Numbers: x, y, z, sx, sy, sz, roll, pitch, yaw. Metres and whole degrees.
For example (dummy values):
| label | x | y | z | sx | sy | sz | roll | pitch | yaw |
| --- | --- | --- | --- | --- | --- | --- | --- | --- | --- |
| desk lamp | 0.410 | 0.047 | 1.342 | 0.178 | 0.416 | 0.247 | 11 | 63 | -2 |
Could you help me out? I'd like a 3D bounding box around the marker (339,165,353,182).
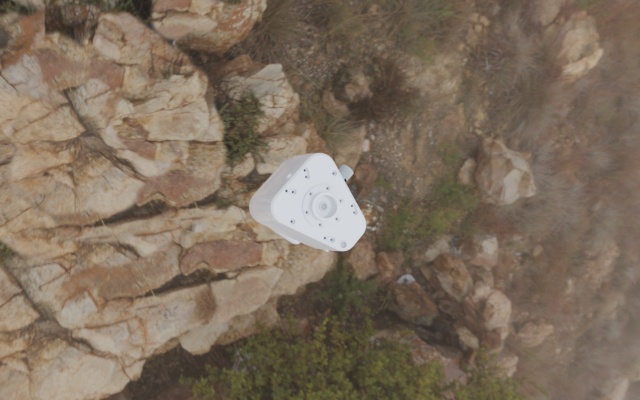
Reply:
| label | x | y | z | sx | sy | sz | roll | pitch | yaw |
| --- | --- | --- | --- | --- | --- | --- | --- | --- | --- |
| marker | 0.000 | 0.002 | 0.637 | 0.020 | 0.121 | 0.020 | 38 | -13 | 10 |
